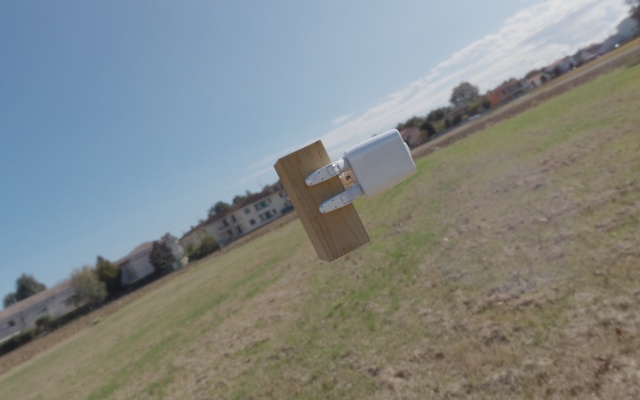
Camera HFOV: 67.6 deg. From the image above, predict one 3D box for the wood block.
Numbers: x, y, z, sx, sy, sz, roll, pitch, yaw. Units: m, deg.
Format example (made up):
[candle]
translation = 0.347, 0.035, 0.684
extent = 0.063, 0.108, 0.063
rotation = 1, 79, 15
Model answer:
[wood block]
translation = 0.000, 0.003, 0.898
extent = 0.090, 0.206, 0.091
rotation = -27, 2, -11
